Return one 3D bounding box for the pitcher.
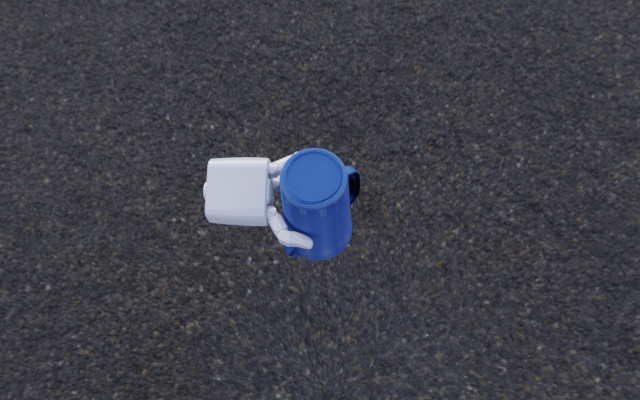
[{"bbox_3d":[0.000,0.003,0.848,0.145,0.149,0.243,2,-23,2],"label":"pitcher"}]
